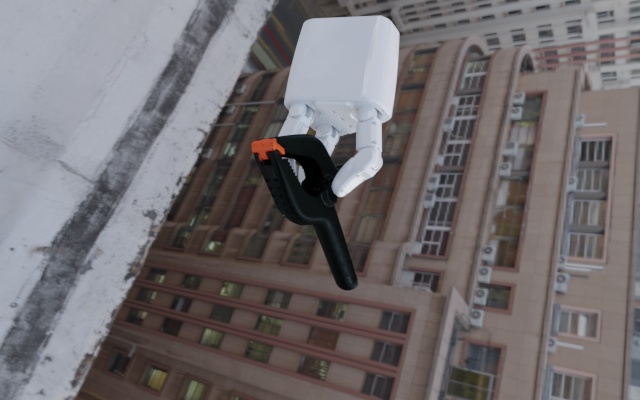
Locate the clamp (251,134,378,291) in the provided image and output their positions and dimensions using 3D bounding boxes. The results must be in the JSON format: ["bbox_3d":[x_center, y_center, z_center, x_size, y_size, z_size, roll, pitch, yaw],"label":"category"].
[{"bbox_3d":[0.001,0.001,0.510,0.036,0.164,0.210,-4,-20,33],"label":"clamp"}]
